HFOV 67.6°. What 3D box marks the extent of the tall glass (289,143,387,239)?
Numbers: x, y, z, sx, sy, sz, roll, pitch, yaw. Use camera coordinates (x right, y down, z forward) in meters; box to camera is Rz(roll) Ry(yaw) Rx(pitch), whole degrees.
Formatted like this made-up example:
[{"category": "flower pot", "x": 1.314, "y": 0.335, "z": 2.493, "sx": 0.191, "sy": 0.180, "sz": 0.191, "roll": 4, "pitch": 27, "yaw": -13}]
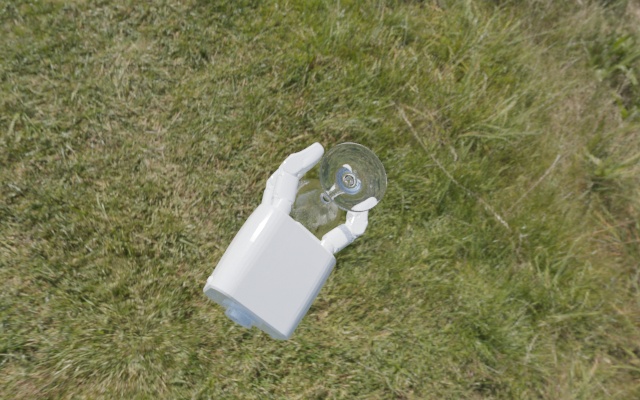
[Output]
[{"category": "tall glass", "x": 0.000, "y": 0.002, "z": 0.574, "sx": 0.079, "sy": 0.079, "sz": 0.201, "roll": 0, "pitch": -15, "yaw": -20}]
